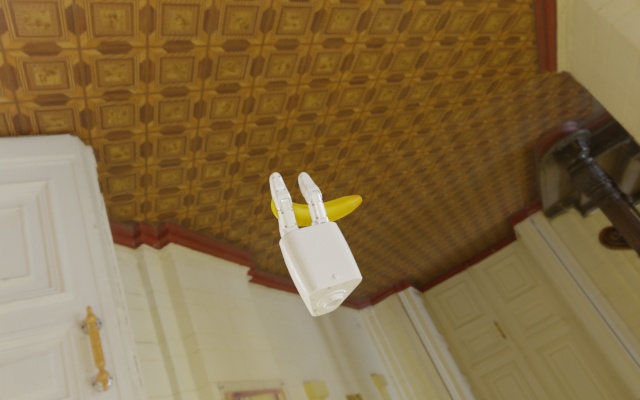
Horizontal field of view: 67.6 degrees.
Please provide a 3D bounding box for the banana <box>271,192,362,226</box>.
[{"bbox_3d":[-0.012,0.015,0.835,0.198,0.037,0.070,4,-46,-40],"label":"banana"}]
